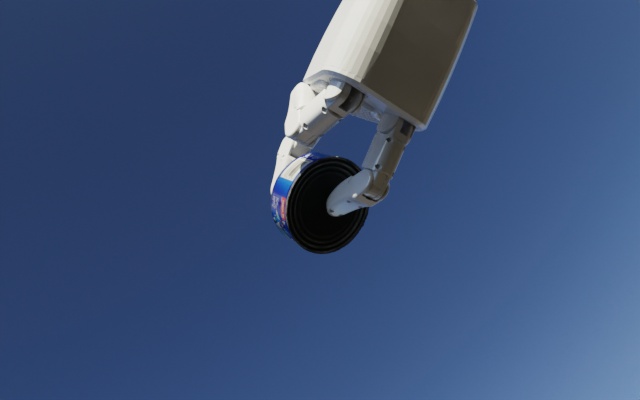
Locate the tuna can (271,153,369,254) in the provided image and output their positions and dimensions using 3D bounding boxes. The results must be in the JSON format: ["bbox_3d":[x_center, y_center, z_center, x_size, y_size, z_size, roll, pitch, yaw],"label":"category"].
[{"bbox_3d":[0.000,0.001,0.421,0.086,0.086,0.033,0,13,-33],"label":"tuna can"}]
